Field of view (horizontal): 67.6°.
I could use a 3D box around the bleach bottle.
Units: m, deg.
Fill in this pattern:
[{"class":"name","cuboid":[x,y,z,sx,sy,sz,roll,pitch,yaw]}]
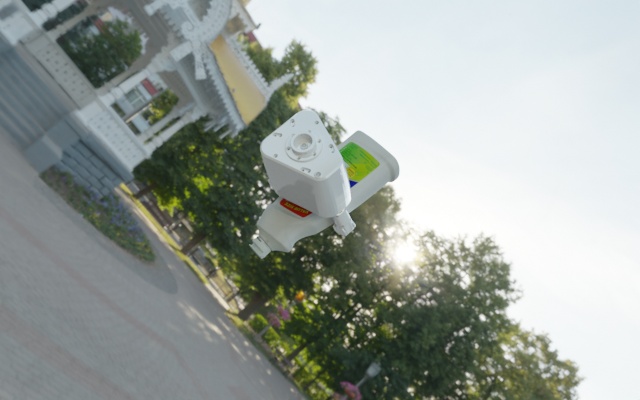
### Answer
[{"class":"bleach bottle","cuboid":[0.000,0.002,0.740,0.102,0.251,0.068,43,-14,24]}]
